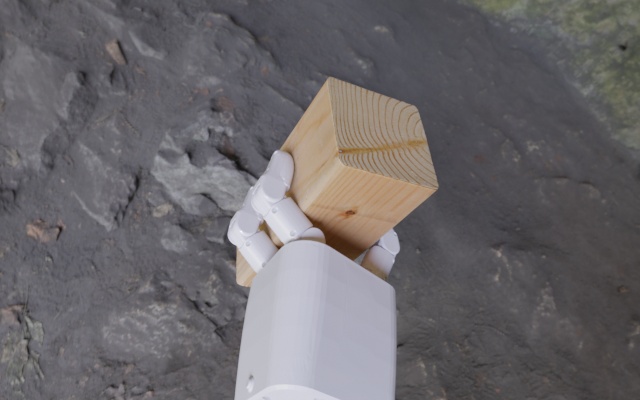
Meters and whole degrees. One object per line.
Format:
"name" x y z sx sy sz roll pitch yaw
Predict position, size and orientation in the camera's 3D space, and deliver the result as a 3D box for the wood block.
"wood block" 0.000 0.002 0.438 0.091 0.090 0.206 12 -38 -26
